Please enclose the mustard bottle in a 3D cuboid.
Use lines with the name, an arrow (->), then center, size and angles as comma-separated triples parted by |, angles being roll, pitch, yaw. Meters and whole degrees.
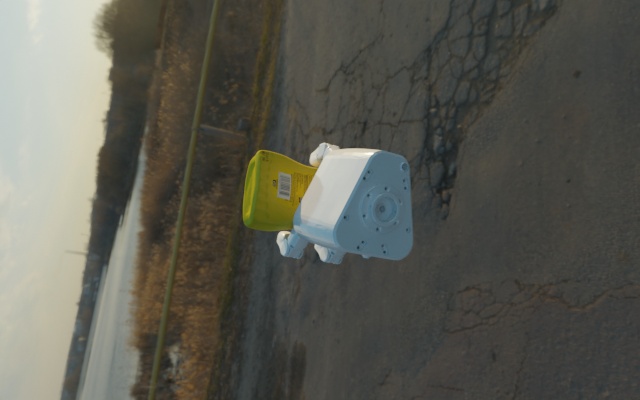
mustard bottle -> 0.000, 0.002, 0.615 | 0.191, 0.096, 0.058 | 12, -25, -23
